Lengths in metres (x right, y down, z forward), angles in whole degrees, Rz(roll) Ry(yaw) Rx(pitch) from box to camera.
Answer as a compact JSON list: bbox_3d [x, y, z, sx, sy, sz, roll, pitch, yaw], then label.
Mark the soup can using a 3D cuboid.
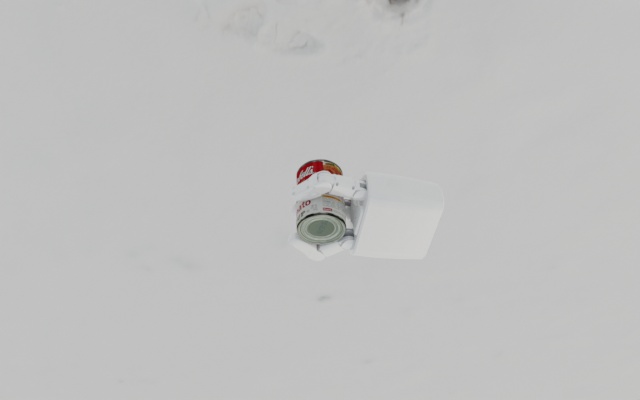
[{"bbox_3d":[0.000,0.002,0.660,0.068,0.102,0.069,-1,-41,-1],"label":"soup can"}]
